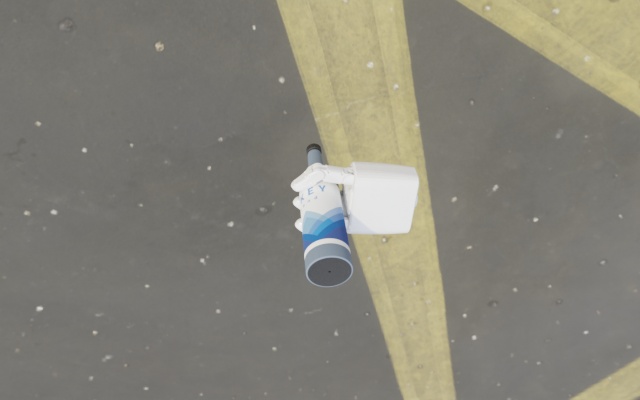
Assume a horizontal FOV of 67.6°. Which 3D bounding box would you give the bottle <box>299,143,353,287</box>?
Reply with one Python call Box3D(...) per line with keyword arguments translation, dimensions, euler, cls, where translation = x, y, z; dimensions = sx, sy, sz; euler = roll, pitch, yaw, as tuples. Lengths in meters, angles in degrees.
Box3D(translation=(0.000, 0.003, 0.771), dimensions=(0.069, 0.069, 0.295), euler=(0, 41, -7), cls="bottle")
